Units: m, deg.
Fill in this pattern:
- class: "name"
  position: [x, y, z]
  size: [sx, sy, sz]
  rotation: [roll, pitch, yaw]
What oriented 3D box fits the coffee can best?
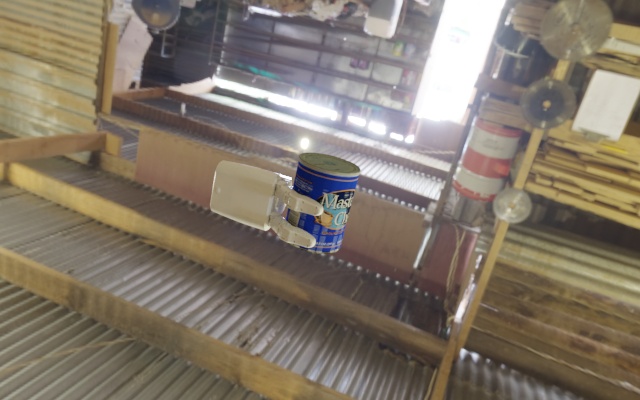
- class: "coffee can"
  position: [0.000, 0.002, 0.791]
  size: [0.103, 0.140, 0.102]
  rotation: [12, 18, -4]
